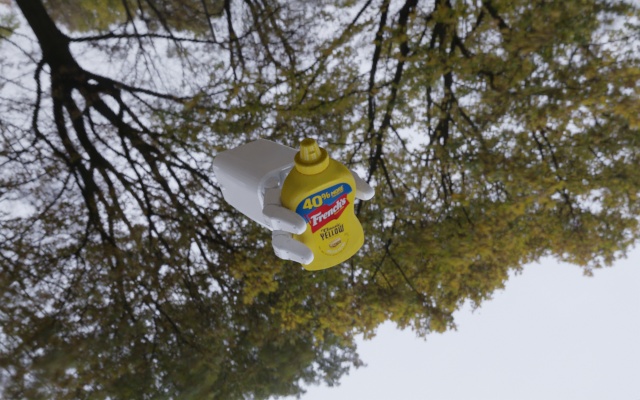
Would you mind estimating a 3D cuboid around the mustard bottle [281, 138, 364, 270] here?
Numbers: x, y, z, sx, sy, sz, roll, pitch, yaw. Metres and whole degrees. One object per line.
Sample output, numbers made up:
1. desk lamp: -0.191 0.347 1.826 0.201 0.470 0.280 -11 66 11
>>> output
1. mustard bottle: 0.000 0.002 0.611 0.096 0.192 0.058 -22 42 -11
